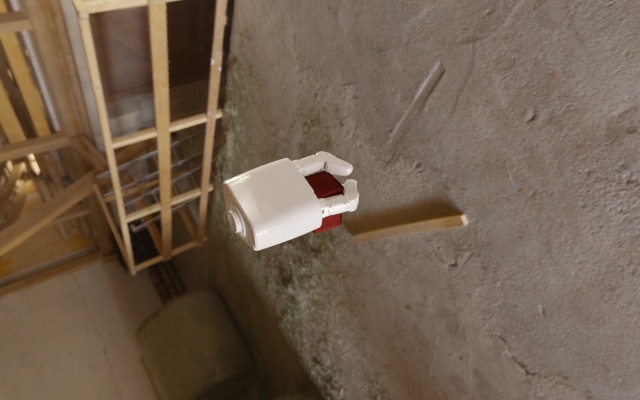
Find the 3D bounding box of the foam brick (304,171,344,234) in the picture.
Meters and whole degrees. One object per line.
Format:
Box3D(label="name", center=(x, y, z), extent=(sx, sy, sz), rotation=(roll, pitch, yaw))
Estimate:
Box3D(label="foam brick", center=(0.000, 0.003, 0.743), extent=(0.051, 0.078, 0.053), rotation=(-20, 43, -24))
